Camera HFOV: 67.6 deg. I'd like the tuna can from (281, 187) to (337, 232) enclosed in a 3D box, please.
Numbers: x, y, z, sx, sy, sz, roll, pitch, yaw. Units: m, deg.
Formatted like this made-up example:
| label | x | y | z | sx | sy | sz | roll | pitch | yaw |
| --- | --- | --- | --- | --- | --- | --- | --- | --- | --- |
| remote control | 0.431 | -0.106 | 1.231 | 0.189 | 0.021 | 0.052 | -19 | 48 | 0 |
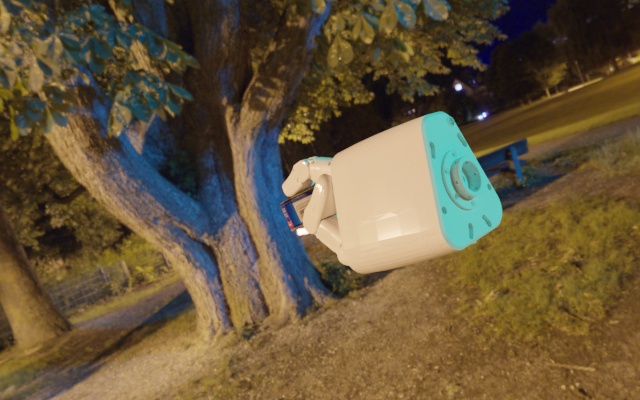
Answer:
| label | x | y | z | sx | sy | sz | roll | pitch | yaw |
| --- | --- | --- | --- | --- | --- | --- | --- | --- | --- |
| tuna can | 0.000 | 0.001 | 0.525 | 0.086 | 0.034 | 0.086 | -25 | -1 | 0 |
